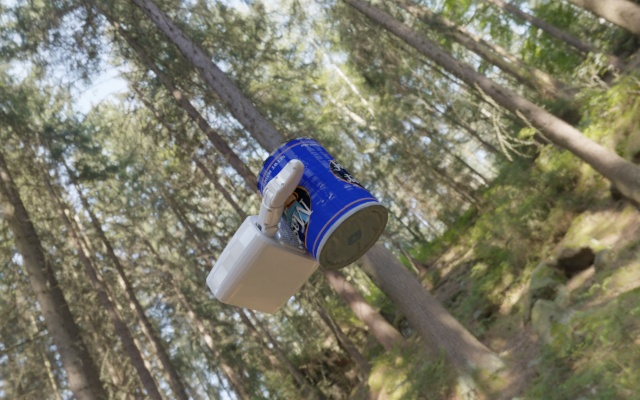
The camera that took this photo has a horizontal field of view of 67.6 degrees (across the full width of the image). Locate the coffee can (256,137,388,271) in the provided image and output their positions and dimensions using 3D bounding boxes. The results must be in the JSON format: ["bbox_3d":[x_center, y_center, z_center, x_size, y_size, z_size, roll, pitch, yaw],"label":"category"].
[{"bbox_3d":[0.000,0.002,0.593,0.103,0.103,0.140,0,38,-48],"label":"coffee can"}]
